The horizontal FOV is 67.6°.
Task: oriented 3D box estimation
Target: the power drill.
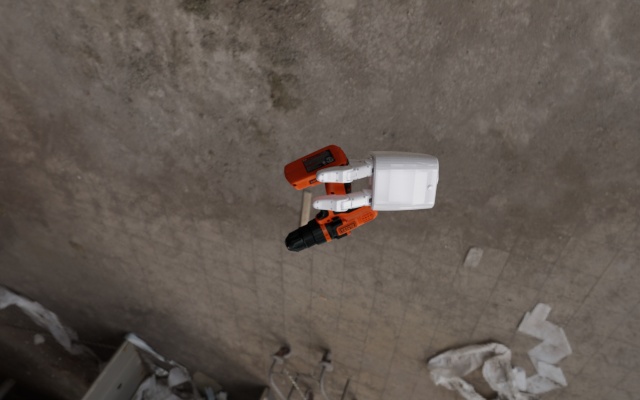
[{"bbox_3d":[0.000,0.002,0.847,0.184,0.057,0.188,-26,-43,-3],"label":"power drill"}]
